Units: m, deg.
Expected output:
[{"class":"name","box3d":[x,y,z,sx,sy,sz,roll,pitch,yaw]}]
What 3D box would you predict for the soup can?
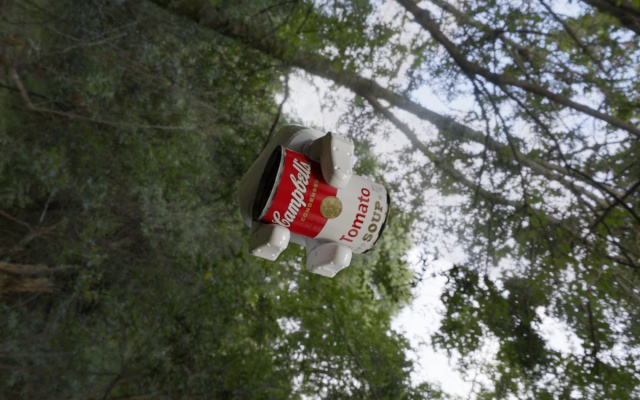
[{"class":"soup can","box3d":[0.000,0.001,0.414,0.102,0.068,0.068,19,-6,-17]}]
